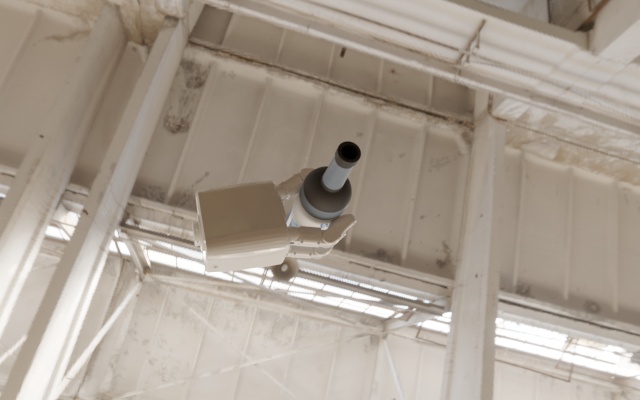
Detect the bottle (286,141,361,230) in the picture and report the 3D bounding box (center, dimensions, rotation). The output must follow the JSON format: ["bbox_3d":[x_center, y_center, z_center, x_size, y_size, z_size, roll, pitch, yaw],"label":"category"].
[{"bbox_3d":[0.000,0.002,0.658,0.069,0.069,0.296,0,-22,-14],"label":"bottle"}]
